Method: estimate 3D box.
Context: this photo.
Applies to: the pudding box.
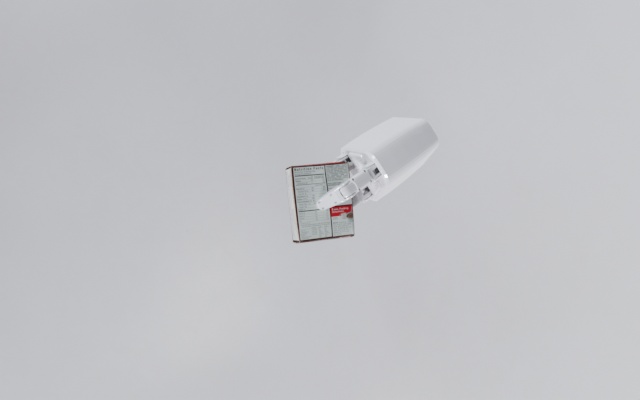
[{"bbox_3d":[0.000,0.002,0.701,0.090,0.113,0.039,-5,-2,-17],"label":"pudding box"}]
